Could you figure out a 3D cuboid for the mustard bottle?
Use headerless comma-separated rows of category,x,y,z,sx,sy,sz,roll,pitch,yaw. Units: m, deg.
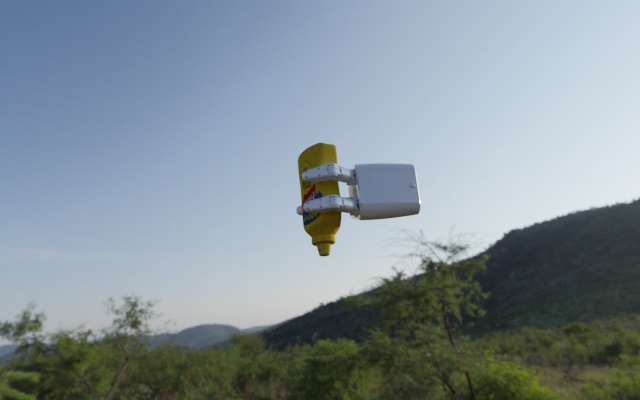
mustard bottle,0.000,0.002,0.837,0.058,0.191,0.096,5,-20,-30
